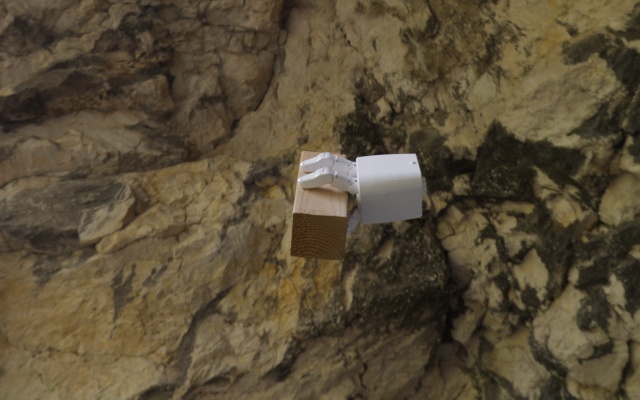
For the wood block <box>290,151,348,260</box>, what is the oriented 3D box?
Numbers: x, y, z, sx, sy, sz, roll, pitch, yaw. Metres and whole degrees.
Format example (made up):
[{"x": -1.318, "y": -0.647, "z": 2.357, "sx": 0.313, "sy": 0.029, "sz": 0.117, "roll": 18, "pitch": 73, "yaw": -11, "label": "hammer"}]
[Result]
[{"x": 0.001, "y": 0.003, "z": 0.846, "sx": 0.090, "sy": 0.091, "sz": 0.206, "roll": 5, "pitch": 33, "yaw": 0, "label": "wood block"}]
